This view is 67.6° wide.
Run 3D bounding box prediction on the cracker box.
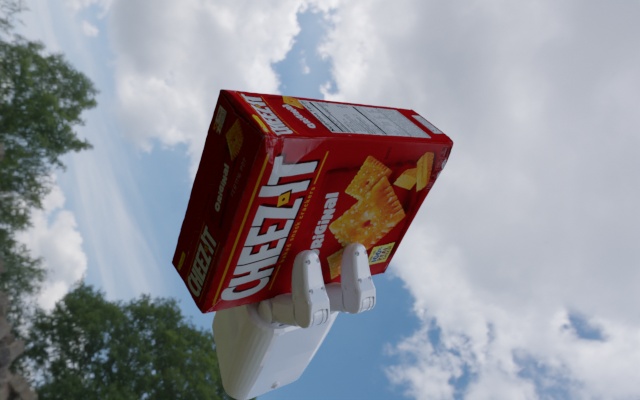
[{"bbox_3d":[0.000,0.001,0.414,0.213,0.164,0.072,-5,39,-42],"label":"cracker box"}]
